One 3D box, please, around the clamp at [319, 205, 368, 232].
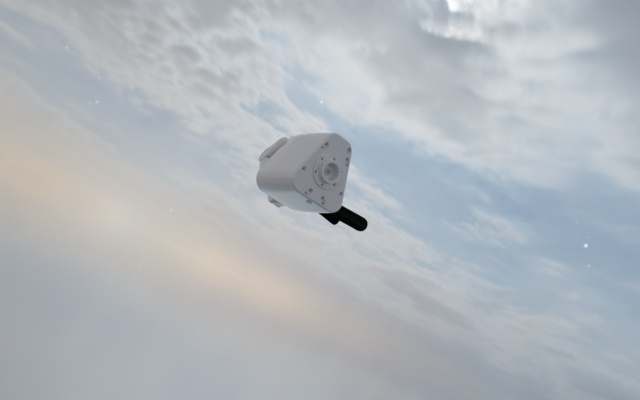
[{"bbox_3d":[0.000,0.002,0.803,0.171,0.039,0.120,33,-15,-31],"label":"clamp"}]
